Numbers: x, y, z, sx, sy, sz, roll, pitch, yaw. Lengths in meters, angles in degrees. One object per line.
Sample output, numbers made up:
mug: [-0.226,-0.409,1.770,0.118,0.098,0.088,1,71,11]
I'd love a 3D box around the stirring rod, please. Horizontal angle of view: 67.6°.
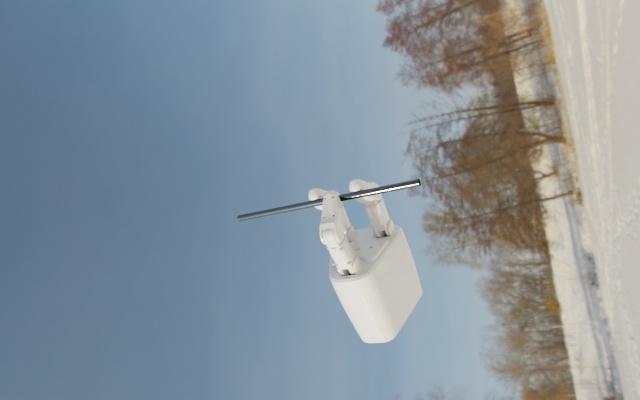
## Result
stirring rod: [0.000,0.002,0.562,0.239,0.011,0.011,-11,-5,27]
